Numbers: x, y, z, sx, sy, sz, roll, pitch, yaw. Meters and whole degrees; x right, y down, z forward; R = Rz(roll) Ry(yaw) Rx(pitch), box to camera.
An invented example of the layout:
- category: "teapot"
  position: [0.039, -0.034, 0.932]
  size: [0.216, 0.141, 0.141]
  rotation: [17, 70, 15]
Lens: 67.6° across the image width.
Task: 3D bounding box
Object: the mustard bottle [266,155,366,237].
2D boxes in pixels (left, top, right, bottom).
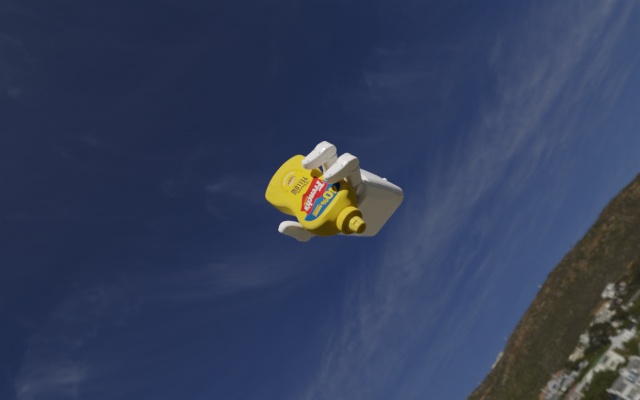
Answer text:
- category: "mustard bottle"
  position: [0.000, 0.002, 0.741]
  size: [0.191, 0.096, 0.058]
  rotation: [33, -9, 42]
